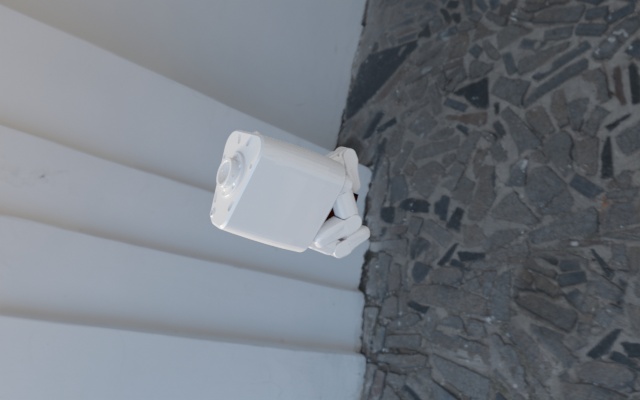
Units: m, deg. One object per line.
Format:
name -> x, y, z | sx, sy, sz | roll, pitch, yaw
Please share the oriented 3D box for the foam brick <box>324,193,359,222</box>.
foam brick -> 0.000, 0.002, 0.603 | 0.051, 0.053, 0.078 | 17, 2, -34
